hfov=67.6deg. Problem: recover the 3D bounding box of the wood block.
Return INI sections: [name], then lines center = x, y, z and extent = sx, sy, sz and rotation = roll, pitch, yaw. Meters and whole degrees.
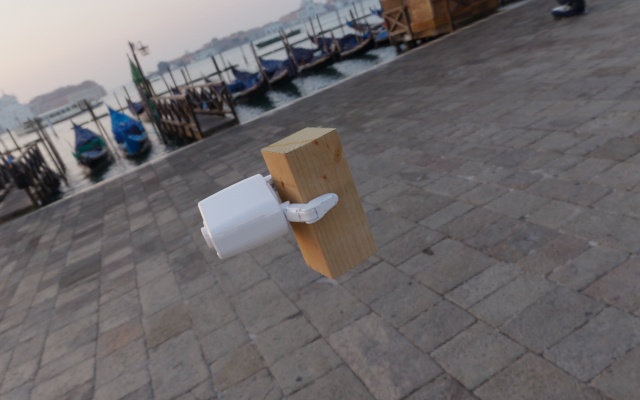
[wood block]
center = 0.000, 0.002, 0.726
extent = 0.090, 0.206, 0.091
rotation = -29, 22, -23
